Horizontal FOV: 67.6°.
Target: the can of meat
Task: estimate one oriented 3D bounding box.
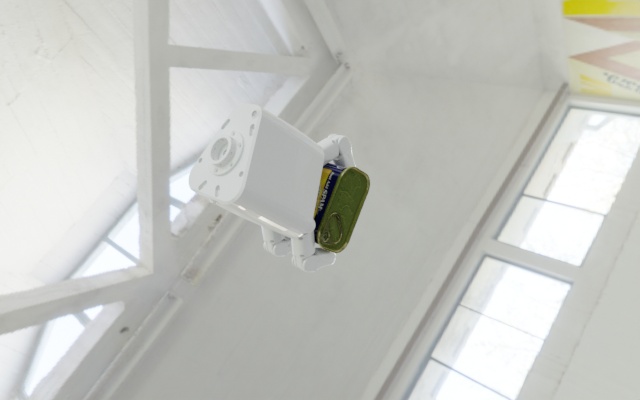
[{"bbox_3d":[0.000,0.002,0.583,0.084,0.102,0.057,19,-4,41],"label":"can of meat"}]
